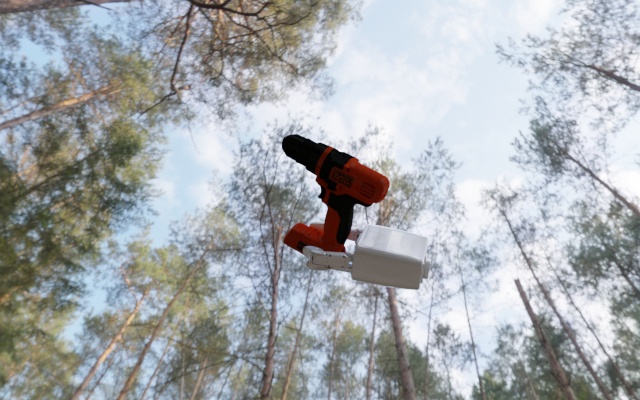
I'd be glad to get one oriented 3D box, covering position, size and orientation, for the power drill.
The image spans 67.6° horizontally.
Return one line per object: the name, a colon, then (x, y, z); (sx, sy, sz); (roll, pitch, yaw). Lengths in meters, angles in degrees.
power drill: (0.000, 0.003, 0.769); (0.184, 0.188, 0.057); (29, 33, 16)
